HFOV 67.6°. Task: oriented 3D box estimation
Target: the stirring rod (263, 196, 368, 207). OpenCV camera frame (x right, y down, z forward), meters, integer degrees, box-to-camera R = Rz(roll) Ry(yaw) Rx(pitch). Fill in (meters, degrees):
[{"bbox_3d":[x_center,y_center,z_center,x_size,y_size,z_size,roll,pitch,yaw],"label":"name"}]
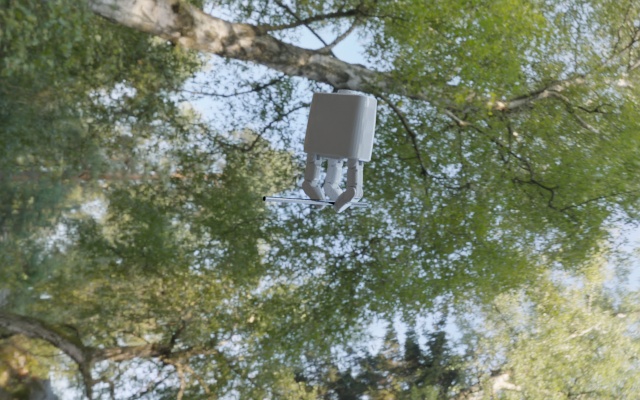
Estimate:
[{"bbox_3d":[0.000,0.003,0.797,0.011,0.011,0.239,0,-3,44],"label":"stirring rod"}]
